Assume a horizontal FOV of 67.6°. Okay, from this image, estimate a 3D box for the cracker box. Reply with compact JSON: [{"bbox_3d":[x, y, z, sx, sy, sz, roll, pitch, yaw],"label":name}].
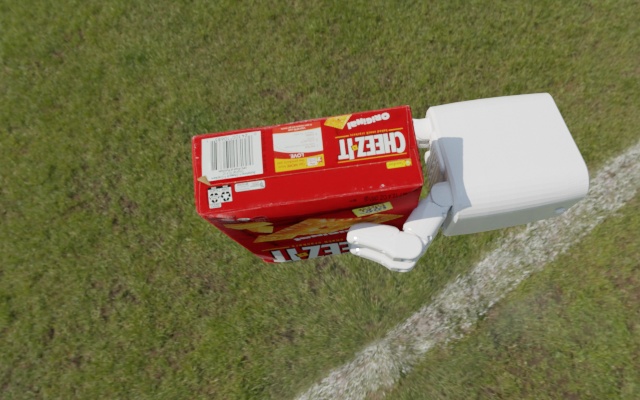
[{"bbox_3d":[0.000,0.001,0.436,0.164,0.072,0.214,-8,-17,4],"label":"cracker box"}]
